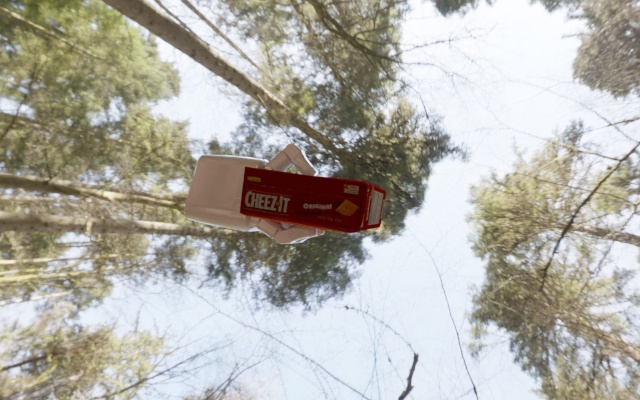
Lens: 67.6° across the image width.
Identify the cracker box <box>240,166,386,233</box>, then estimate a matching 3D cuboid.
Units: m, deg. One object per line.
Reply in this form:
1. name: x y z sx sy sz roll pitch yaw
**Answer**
1. cracker box: 0.000 0.002 0.698 0.164 0.072 0.214 8 1 14
